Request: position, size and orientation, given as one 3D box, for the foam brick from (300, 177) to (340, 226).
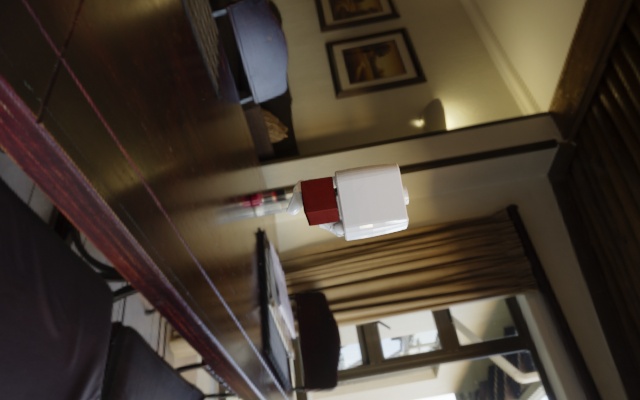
[{"bbox_3d":[0.000,0.002,0.752,0.051,0.053,0.078,-9,-18,2],"label":"foam brick"}]
